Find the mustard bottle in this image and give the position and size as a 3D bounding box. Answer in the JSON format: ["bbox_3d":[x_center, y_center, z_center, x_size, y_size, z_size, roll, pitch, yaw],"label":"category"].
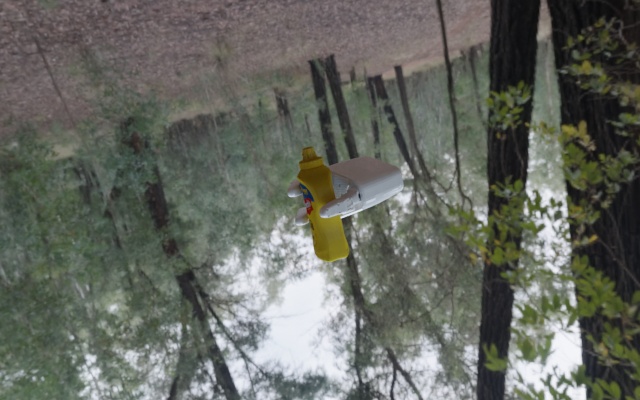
[{"bbox_3d":[0.000,0.003,0.817,0.058,0.192,0.096,-15,13,-10],"label":"mustard bottle"}]
